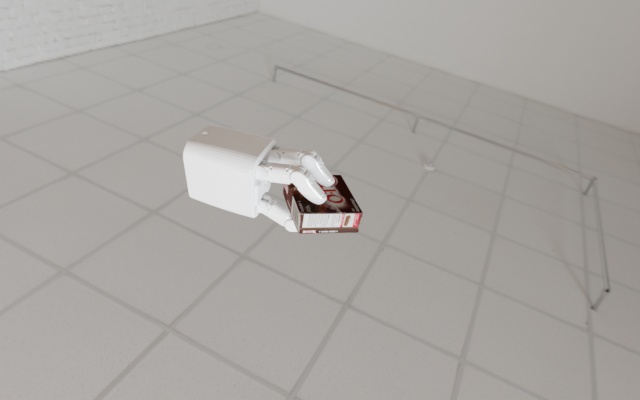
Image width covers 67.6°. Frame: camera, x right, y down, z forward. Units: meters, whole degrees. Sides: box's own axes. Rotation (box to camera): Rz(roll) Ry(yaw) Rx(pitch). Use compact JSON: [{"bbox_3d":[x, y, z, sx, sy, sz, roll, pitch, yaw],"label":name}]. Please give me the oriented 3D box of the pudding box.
[{"bbox_3d":[0.000,0.002,0.685,0.090,0.039,0.113,-1,34,-16],"label":"pudding box"}]
